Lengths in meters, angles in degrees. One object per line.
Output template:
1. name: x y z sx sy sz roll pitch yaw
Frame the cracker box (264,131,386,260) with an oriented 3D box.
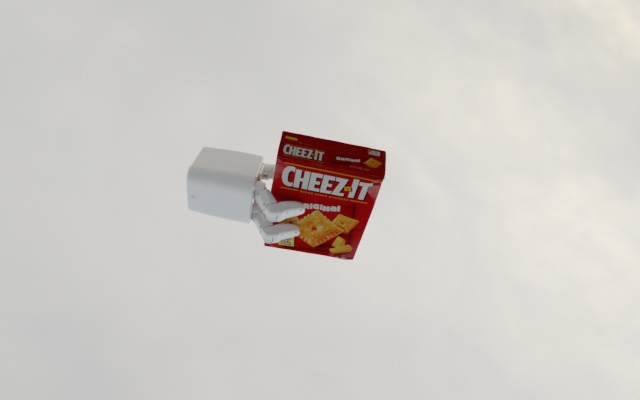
1. cracker box: 0.000 0.003 0.782 0.164 0.072 0.214 10 -43 -4
